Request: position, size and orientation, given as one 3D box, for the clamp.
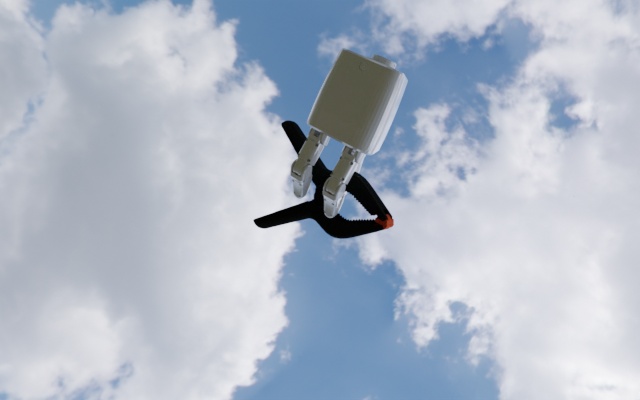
[{"bbox_3d":[0.001,0.002,0.665,0.210,0.164,0.036,31,17,24],"label":"clamp"}]
